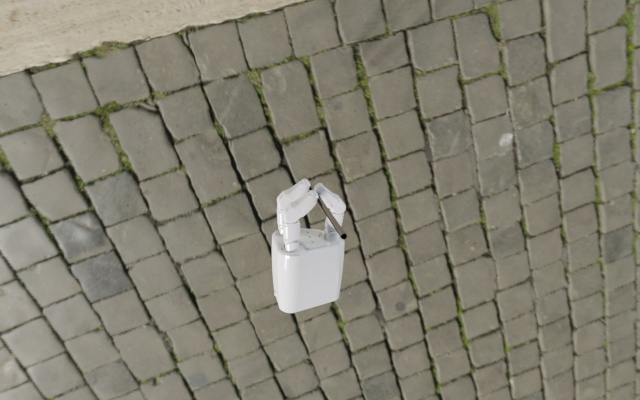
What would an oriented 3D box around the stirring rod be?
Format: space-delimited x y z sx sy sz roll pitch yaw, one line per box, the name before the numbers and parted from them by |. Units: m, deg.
stirring rod | 0.000 0.002 0.693 0.011 0.011 0.239 0 20 -15
